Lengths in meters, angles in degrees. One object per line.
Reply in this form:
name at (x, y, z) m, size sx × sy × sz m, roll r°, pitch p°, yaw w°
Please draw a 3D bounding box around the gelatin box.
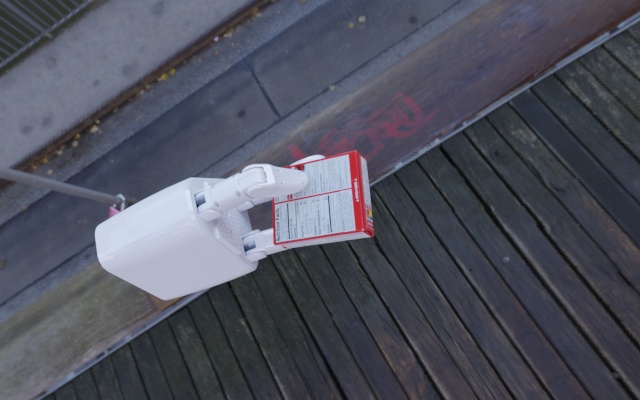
gelatin box at (0.000, 0.001, 0.431) m, size 0.089 × 0.073 × 0.030 m, roll -11°, pitch -18°, yaw 22°
